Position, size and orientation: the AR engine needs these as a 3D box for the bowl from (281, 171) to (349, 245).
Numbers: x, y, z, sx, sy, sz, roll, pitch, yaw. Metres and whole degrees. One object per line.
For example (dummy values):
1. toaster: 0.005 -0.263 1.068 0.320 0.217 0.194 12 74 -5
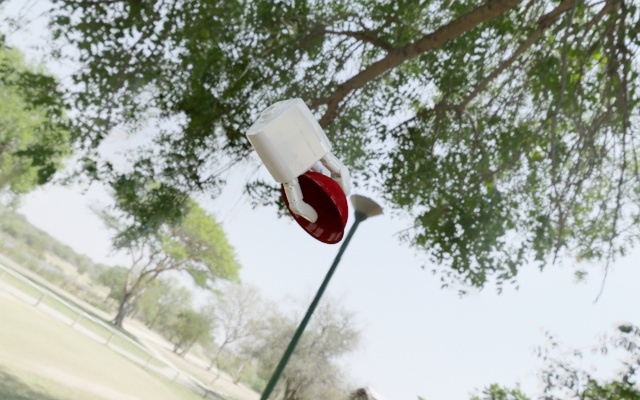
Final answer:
1. bowl: 0.001 0.004 0.900 0.055 0.162 0.162 -38 22 -31
